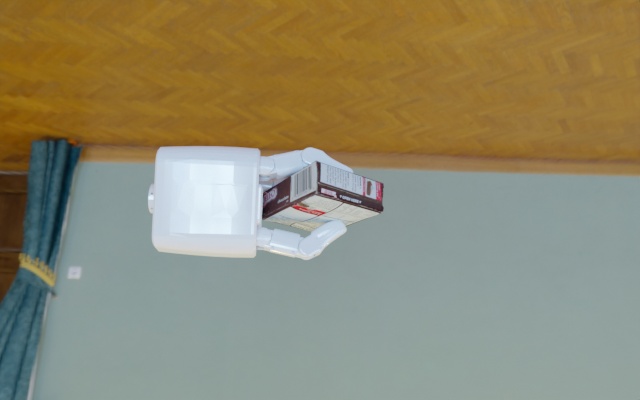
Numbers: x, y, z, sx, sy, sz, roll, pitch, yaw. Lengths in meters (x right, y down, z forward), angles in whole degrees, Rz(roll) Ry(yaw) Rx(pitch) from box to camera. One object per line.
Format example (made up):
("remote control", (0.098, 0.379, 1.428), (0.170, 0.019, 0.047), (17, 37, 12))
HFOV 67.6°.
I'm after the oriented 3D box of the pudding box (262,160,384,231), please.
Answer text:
("pudding box", (0.000, 0.002, 0.525), (0.090, 0.039, 0.113), (15, -23, -32))
